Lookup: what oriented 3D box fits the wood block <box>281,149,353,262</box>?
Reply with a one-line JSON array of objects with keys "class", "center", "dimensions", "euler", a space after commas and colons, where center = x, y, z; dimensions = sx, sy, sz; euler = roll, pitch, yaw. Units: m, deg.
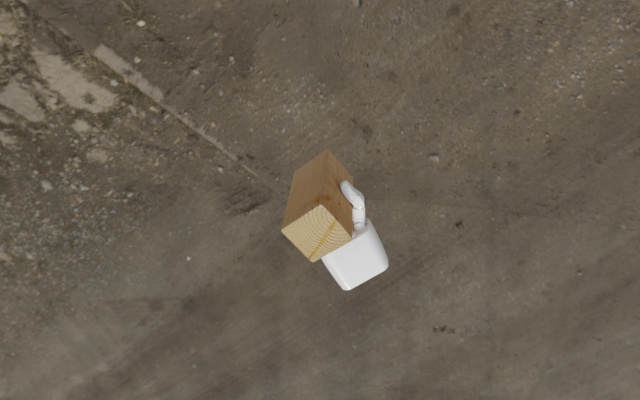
[{"class": "wood block", "center": [0.001, 0.003, 0.888], "dimensions": [0.091, 0.090, 0.206], "euler": [-32, 25, 21]}]
